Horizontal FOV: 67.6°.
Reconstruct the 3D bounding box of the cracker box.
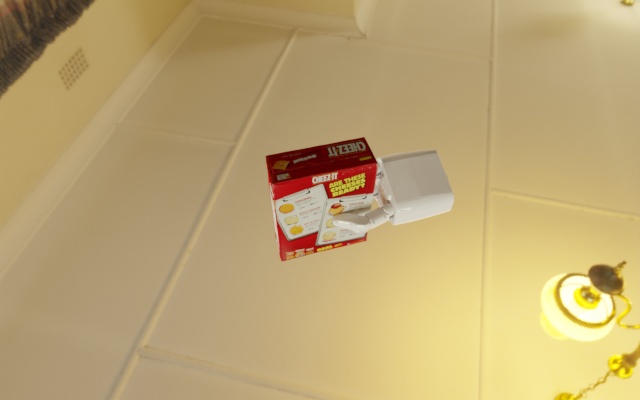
[{"bbox_3d":[0.000,0.003,0.800,0.164,0.072,0.214,-12,-38,-10],"label":"cracker box"}]
